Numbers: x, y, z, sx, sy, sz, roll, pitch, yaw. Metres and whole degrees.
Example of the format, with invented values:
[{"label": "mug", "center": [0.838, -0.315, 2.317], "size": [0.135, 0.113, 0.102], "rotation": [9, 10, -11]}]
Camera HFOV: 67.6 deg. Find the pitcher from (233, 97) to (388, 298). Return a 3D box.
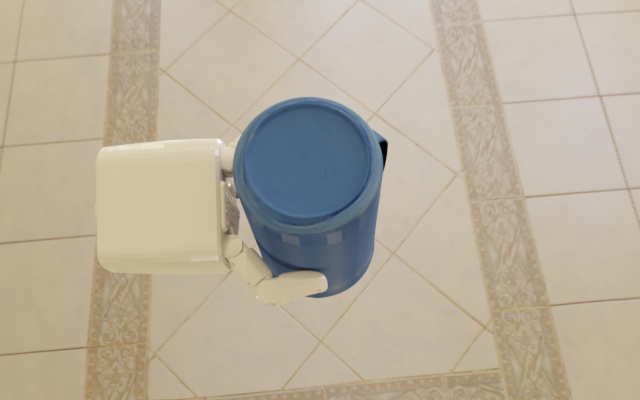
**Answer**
[{"label": "pitcher", "center": [0.000, 0.002, 0.447], "size": [0.145, 0.149, 0.243], "rotation": [-2, -19, 0]}]
